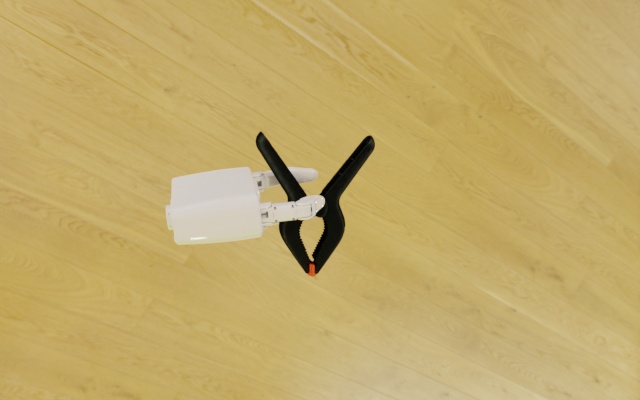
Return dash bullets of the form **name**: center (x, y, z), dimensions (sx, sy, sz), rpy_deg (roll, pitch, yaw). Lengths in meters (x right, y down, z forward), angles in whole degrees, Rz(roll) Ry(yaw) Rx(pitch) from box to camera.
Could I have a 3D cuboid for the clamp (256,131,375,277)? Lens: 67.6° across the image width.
- **clamp**: center (0.000, 0.003, 0.669), dimensions (0.164, 0.210, 0.036), rpy_deg (-6, 14, -10)
